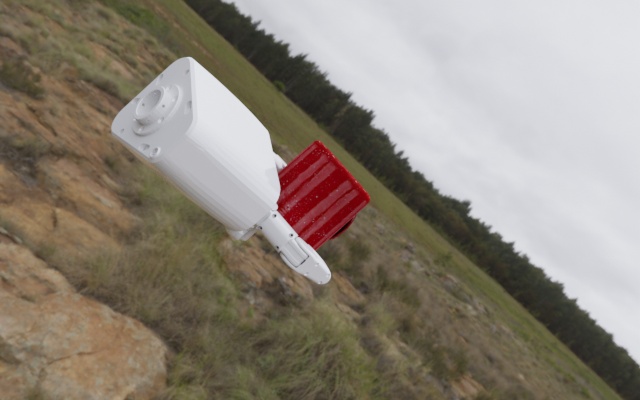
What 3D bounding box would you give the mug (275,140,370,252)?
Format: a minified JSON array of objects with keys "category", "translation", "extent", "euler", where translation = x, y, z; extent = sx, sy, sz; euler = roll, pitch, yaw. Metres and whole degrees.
[{"category":"mug","translation":[0.001,0.002,0.480],"extent":[0.117,0.081,0.093],"euler":[45,5,-46]}]
